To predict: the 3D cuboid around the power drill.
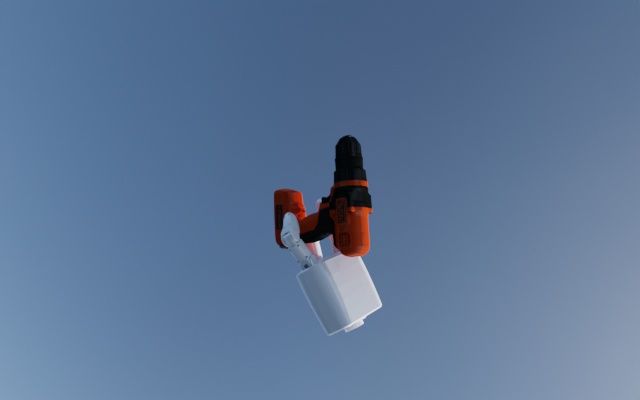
[{"bbox_3d":[0.000,0.003,0.765,0.057,0.184,0.187,7,-13,-40],"label":"power drill"}]
